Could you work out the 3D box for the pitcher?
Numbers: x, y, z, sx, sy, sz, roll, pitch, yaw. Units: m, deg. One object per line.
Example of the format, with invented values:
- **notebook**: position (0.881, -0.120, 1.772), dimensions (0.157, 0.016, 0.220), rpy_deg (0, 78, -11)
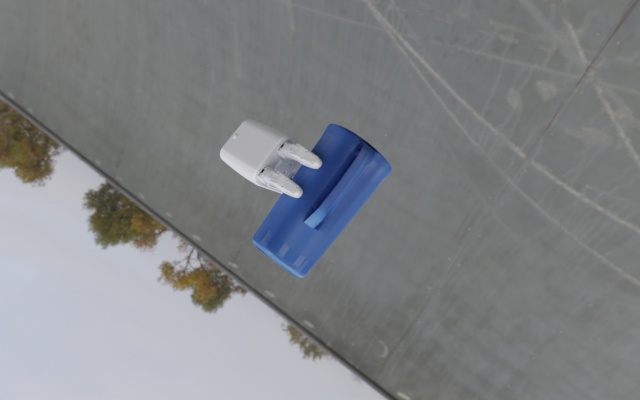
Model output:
- **pitcher**: position (0.000, 0.003, 0.787), dimensions (0.145, 0.243, 0.149), rpy_deg (32, -8, 36)
